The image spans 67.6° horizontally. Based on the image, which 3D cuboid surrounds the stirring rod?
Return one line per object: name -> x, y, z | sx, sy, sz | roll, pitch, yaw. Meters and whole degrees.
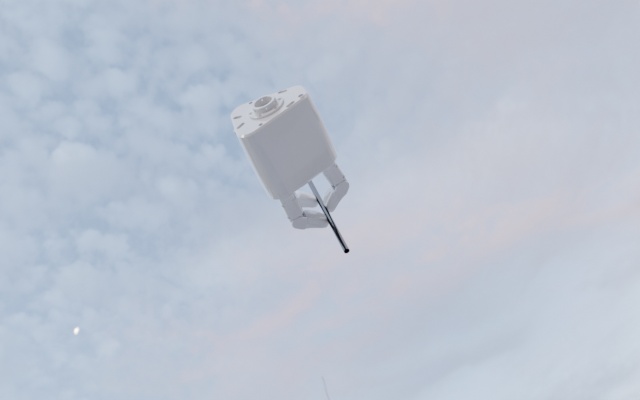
stirring rod -> 0.000, 0.002, 0.722 | 0.011, 0.011, 0.239 | 0, 32, -20
